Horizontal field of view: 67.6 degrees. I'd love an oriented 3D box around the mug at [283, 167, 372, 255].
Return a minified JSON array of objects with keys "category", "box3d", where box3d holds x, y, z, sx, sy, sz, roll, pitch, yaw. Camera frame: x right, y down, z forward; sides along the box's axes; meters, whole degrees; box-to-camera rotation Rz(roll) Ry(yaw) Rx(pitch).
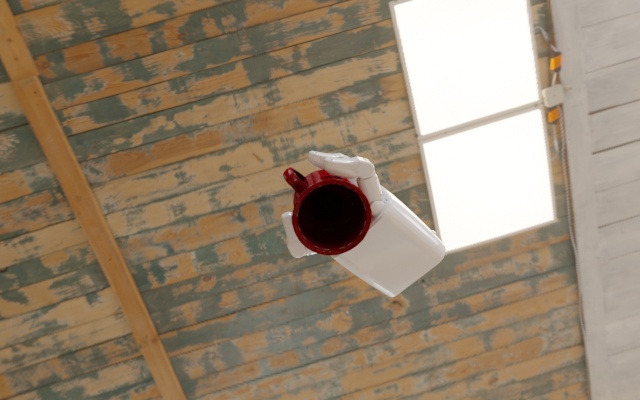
[{"category":"mug","box3d":[-0.001,0.001,0.584,0.117,0.093,0.081,39,9,-16]}]
